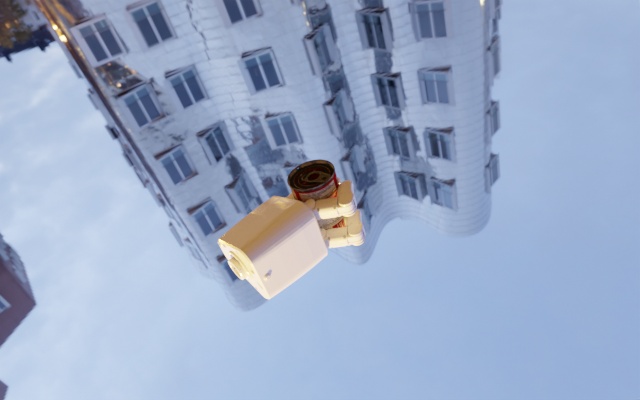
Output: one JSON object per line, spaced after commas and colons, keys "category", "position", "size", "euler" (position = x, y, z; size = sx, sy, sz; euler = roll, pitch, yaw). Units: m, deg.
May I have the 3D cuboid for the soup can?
{"category": "soup can", "position": [0.000, 0.002, 0.682], "size": [0.068, 0.102, 0.068], "euler": [-12, 37, 10]}
